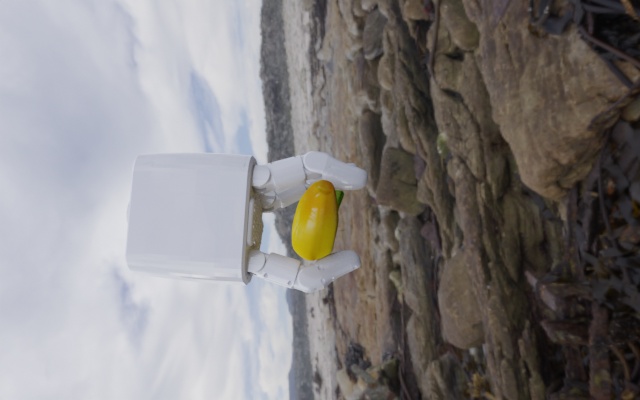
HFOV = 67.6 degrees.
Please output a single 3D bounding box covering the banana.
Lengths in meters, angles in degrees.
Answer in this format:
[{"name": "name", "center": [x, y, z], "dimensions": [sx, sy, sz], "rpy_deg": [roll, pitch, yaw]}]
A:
[{"name": "banana", "center": [-0.003, 0.020, 0.417], "dimensions": [0.037, 0.069, 0.198], "rpy_deg": [11, 0, 3]}]
